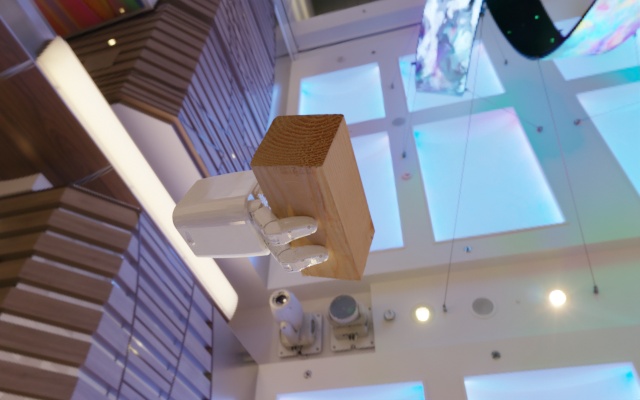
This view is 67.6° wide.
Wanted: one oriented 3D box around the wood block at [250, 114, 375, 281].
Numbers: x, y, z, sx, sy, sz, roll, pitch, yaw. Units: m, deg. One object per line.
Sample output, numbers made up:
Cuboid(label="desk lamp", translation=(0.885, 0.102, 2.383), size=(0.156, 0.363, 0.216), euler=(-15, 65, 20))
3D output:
Cuboid(label="wood block", translation=(0.000, 0.002, 0.599), size=(0.090, 0.090, 0.206), euler=(2, -42, 22))
